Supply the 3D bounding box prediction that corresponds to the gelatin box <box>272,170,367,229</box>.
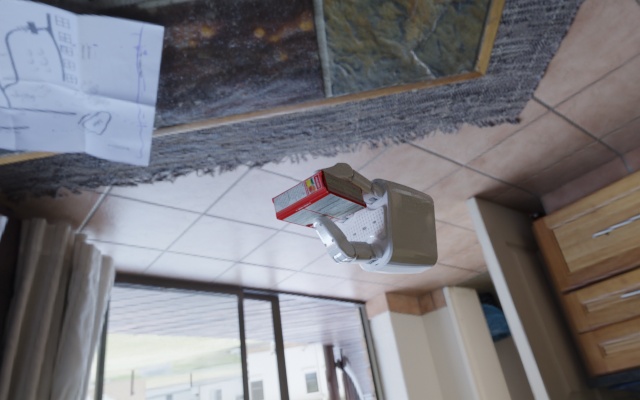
[{"bbox_3d":[0.000,0.002,0.552,0.073,0.030,0.089,-28,-25,27],"label":"gelatin box"}]
